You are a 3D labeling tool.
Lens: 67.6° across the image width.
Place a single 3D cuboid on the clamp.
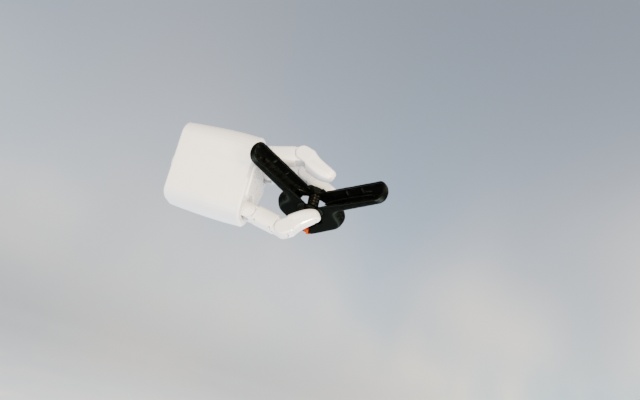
[{"bbox_3d":[0.000,0.003,0.623,0.164,0.036,0.210,17,-22,9],"label":"clamp"}]
